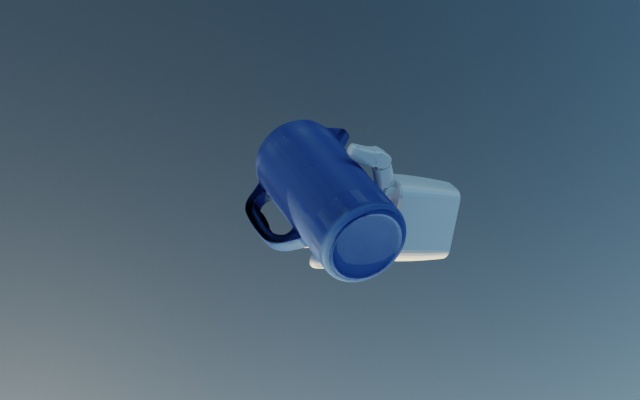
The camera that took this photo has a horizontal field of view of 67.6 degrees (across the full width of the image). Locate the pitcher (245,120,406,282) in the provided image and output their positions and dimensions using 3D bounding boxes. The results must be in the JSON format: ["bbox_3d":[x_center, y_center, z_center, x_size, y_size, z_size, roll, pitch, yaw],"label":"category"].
[{"bbox_3d":[0.000,0.002,0.628,0.145,0.149,0.242,3,27,-26],"label":"pitcher"}]
